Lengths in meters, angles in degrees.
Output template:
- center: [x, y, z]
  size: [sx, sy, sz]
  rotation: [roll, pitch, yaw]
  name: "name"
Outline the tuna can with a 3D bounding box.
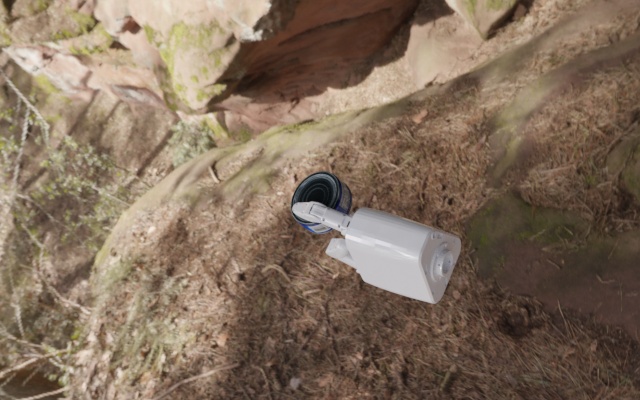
- center: [0.000, 0.002, 0.679]
  size: [0.086, 0.086, 0.034]
  rotation: [0, -25, 37]
  name: "tuna can"
